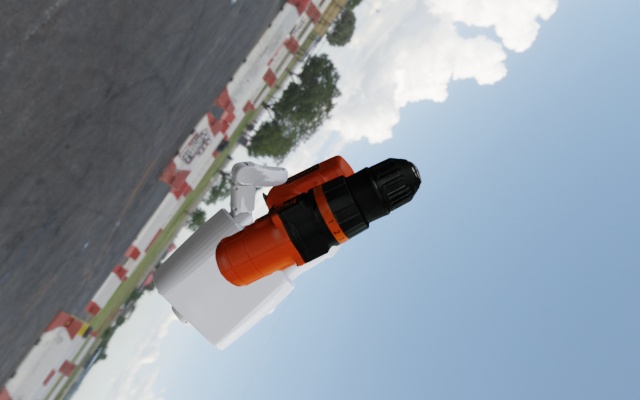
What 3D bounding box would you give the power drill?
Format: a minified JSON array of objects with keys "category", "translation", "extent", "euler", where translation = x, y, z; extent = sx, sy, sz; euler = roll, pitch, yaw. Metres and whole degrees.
[{"category":"power drill","translation":[0.000,0.002,0.463],"extent":[0.184,0.057,0.187],"euler":[-25,9,8]}]
